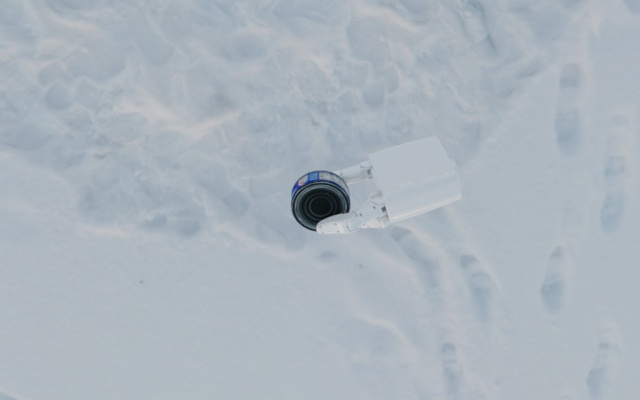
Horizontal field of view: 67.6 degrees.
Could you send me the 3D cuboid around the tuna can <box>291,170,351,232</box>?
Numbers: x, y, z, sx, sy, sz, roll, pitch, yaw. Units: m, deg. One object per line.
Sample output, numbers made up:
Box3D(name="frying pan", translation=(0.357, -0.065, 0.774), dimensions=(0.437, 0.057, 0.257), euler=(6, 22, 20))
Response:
Box3D(name="tuna can", translation=(0.000, 0.003, 0.681), dimensions=(0.086, 0.086, 0.033), euler=(0, 30, -1))
